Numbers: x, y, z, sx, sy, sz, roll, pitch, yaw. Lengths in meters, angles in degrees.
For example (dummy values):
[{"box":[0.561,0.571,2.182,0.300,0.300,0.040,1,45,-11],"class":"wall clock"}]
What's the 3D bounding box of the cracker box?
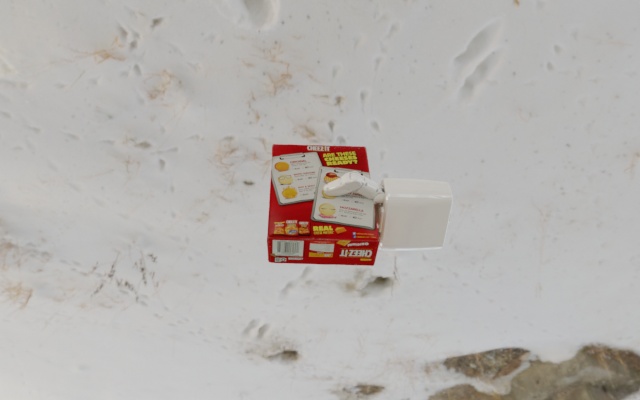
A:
[{"box":[0.000,0.003,0.771,0.164,0.213,0.072,1,-45,-4],"class":"cracker box"}]
